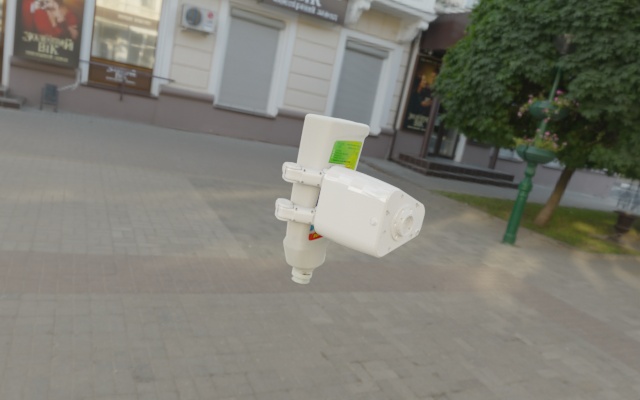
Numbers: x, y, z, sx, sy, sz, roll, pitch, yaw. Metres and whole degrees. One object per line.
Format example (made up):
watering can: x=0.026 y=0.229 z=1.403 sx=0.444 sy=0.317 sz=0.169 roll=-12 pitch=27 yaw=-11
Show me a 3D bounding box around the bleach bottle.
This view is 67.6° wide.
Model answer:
bleach bottle: x=0.000 y=0.002 z=0.717 sx=0.068 sy=0.251 sz=0.102 roll=21 pitch=15 yaw=39
